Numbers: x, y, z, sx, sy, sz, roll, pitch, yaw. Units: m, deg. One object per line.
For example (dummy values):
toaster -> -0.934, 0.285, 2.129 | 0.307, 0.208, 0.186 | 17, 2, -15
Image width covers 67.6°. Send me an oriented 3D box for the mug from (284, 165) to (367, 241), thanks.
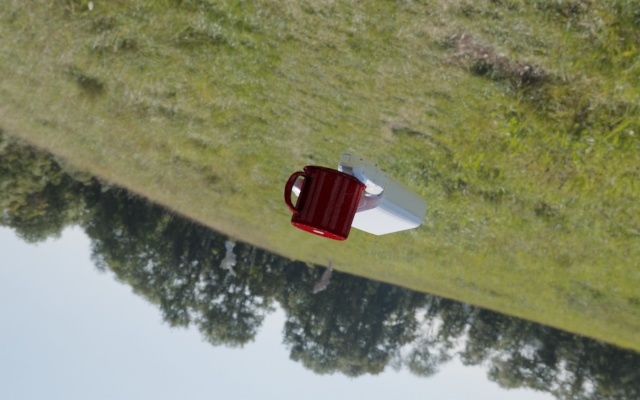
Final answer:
mug -> -0.001, 0.002, 0.647 | 0.117, 0.081, 0.093 | 25, -12, -38
